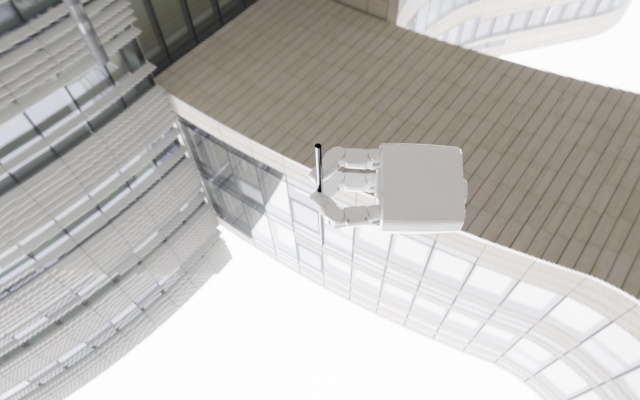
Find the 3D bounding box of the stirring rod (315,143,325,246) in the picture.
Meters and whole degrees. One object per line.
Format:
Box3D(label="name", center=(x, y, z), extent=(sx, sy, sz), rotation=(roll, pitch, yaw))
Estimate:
Box3D(label="stirring rod", center=(0.000, 0.002, 0.655), extent=(0.011, 0.011, 0.240), rotation=(0, -33, 2))
